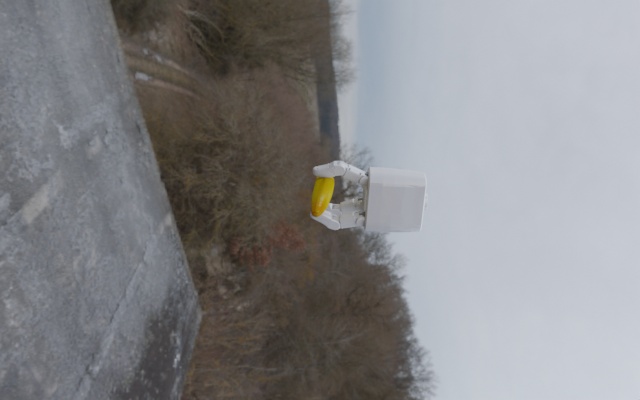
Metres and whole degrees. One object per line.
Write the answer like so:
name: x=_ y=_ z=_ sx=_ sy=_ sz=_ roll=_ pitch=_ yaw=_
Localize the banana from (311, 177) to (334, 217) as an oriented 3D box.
banana: x=0.004 y=-0.016 z=0.894 sx=0.037 sy=0.069 sz=0.198 roll=13 pitch=7 yaw=-1
